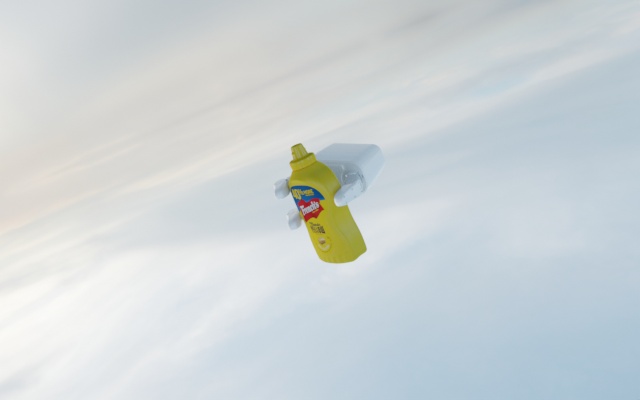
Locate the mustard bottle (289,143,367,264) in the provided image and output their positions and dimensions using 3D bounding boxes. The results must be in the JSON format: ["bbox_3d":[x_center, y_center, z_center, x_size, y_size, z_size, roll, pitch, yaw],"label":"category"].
[{"bbox_3d":[0.000,0.003,0.733,0.058,0.192,0.096,-32,18,-32],"label":"mustard bottle"}]
